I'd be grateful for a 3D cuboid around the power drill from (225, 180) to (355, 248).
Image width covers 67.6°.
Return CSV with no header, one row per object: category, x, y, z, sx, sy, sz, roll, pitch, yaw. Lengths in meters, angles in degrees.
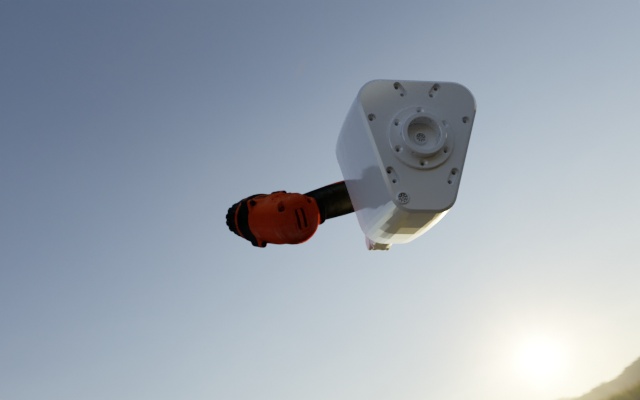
power drill,0.001,0.002,0.520,0.187,0.057,0.184,-19,8,-26
